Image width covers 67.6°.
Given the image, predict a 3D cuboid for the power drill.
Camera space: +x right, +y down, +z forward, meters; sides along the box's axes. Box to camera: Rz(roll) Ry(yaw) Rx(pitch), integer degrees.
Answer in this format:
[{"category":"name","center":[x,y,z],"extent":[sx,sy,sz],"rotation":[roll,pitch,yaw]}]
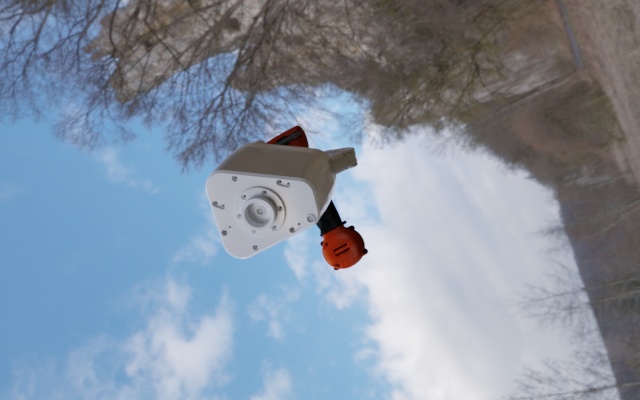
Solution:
[{"category":"power drill","center":[0.000,0.002,0.629],"extent":[0.057,0.187,0.184],"rotation":[-31,-5,1]}]
